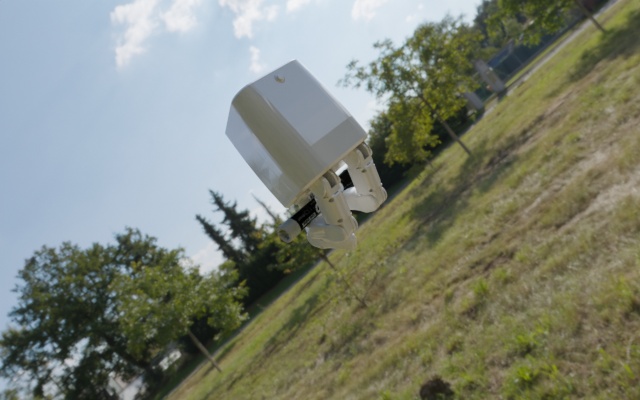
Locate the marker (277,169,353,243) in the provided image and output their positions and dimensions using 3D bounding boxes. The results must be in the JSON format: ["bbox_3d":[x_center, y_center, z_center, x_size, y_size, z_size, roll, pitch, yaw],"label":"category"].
[{"bbox_3d":[0.000,0.002,0.498,0.020,0.020,0.121,0,32,44],"label":"marker"}]
